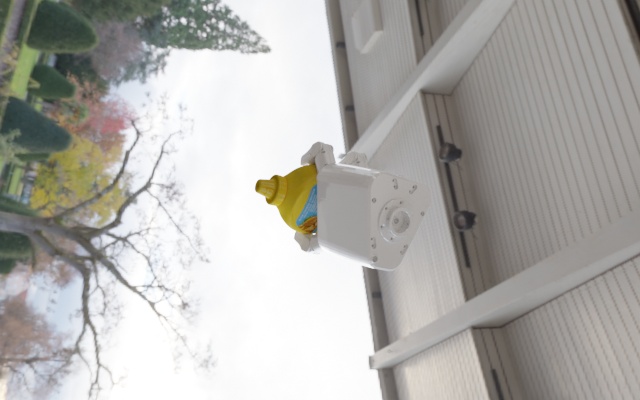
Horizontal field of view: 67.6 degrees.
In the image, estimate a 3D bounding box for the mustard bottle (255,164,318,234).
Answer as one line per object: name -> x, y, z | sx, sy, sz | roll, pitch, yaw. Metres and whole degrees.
mustard bottle -> 0.000, 0.002, 0.653 | 0.191, 0.096, 0.058 | 14, 24, -31
